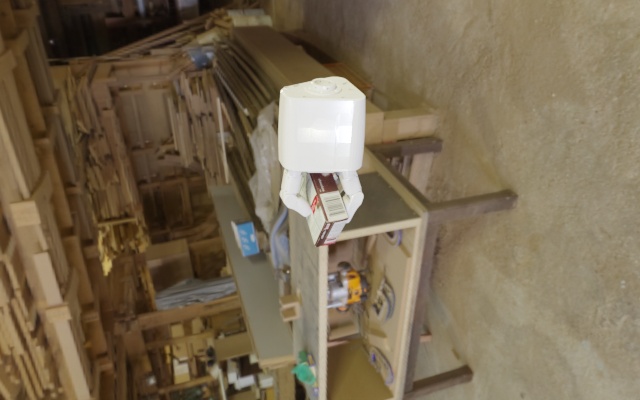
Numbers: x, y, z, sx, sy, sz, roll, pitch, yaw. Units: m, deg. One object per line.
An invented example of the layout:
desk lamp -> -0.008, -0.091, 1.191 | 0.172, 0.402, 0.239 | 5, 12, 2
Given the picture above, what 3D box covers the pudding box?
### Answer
pudding box -> 0.000, 0.002, 0.738 | 0.039, 0.113, 0.090 | -9, -27, -17
